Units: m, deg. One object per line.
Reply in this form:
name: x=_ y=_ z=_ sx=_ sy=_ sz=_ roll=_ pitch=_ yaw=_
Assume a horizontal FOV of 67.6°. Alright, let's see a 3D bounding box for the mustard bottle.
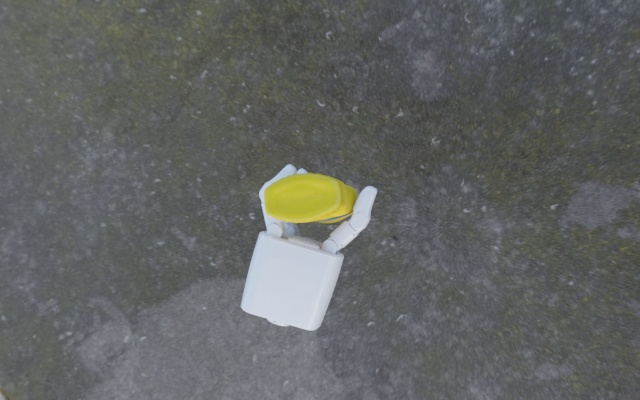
mustard bottle: x=0.000 y=0.002 z=0.644 sx=0.096 sy=0.058 sz=0.191 roll=-8 pitch=-5 yaw=14
